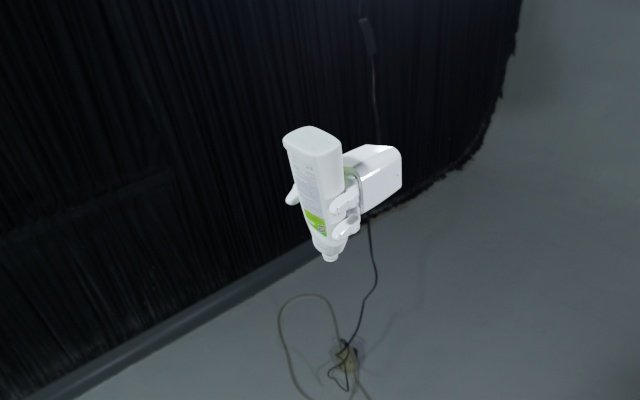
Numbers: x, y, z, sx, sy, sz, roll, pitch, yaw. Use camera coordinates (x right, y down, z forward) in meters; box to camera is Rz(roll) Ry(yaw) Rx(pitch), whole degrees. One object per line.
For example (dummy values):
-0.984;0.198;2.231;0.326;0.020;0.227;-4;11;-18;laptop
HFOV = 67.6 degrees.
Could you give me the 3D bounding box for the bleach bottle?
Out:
0.000;0.003;0.837;0.068;0.251;0.102;-30;42;-27;bleach bottle
